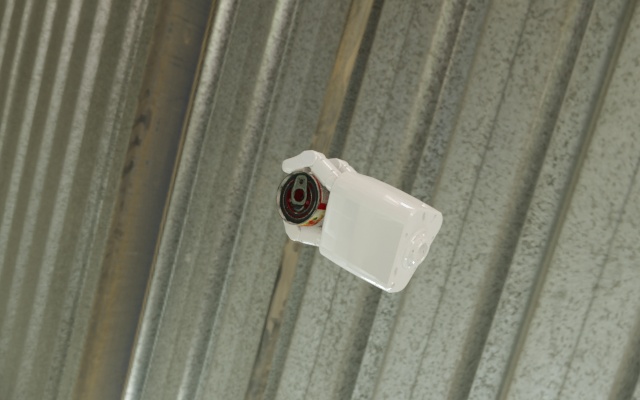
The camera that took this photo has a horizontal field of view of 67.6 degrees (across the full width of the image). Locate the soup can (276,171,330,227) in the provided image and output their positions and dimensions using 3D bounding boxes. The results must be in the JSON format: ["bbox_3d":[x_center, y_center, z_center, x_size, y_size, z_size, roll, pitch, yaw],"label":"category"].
[{"bbox_3d":[0.000,0.002,0.628,0.068,0.068,0.102,0,-6,36],"label":"soup can"}]
